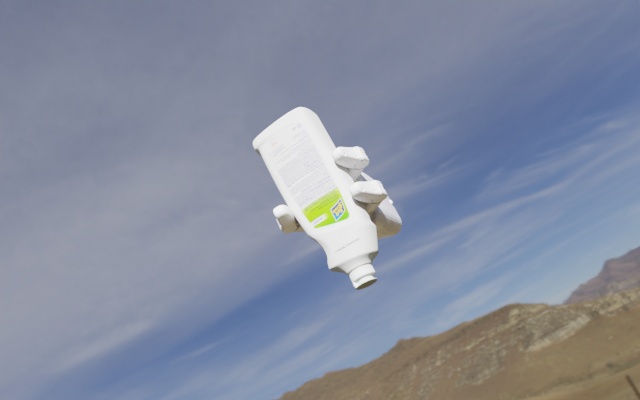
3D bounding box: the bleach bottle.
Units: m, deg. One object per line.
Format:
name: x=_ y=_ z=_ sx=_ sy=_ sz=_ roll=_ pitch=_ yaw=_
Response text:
bleach bottle: x=0.000 y=0.002 z=0.627 sx=0.102 sy=0.250 sz=0.068 roll=-34 pitch=-26 yaw=19
